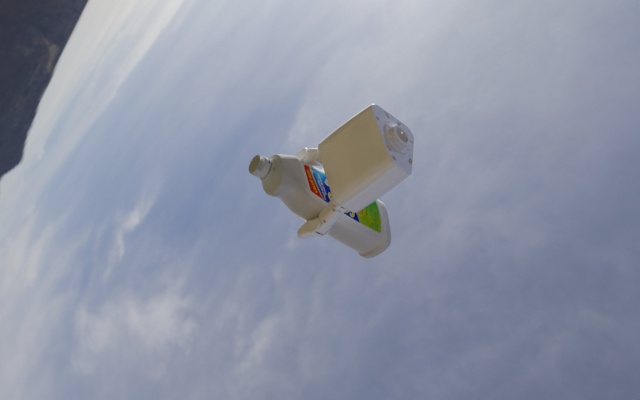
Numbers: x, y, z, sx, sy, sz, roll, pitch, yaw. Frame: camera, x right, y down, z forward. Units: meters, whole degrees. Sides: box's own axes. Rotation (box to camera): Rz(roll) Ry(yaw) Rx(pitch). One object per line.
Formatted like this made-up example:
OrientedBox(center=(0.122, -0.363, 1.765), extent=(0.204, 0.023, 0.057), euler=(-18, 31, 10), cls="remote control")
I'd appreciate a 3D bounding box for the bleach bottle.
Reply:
OrientedBox(center=(0.000, 0.002, 0.736), extent=(0.251, 0.102, 0.068), euler=(27, -45, -34), cls="bleach bottle")
